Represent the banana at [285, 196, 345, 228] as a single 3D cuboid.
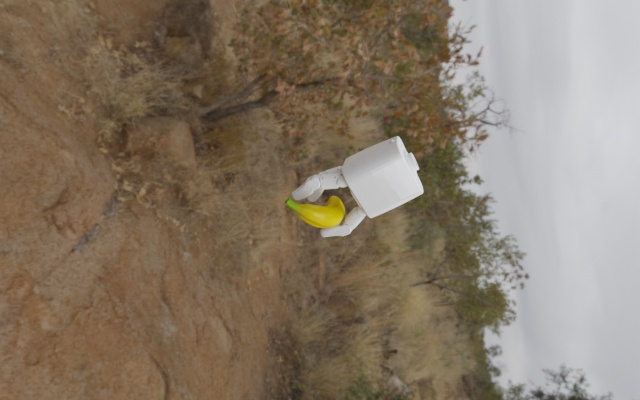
[{"bbox_3d":[0.009,0.018,0.858,0.037,0.069,0.198,-40,-15,18],"label":"banana"}]
